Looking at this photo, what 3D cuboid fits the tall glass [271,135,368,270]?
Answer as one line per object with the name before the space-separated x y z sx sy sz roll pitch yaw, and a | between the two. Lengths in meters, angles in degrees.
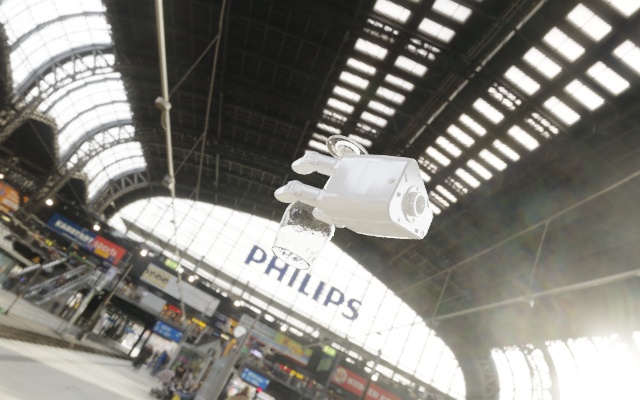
tall glass | 0.000 0.002 0.713 0.079 0.201 0.079 23 -24 11
